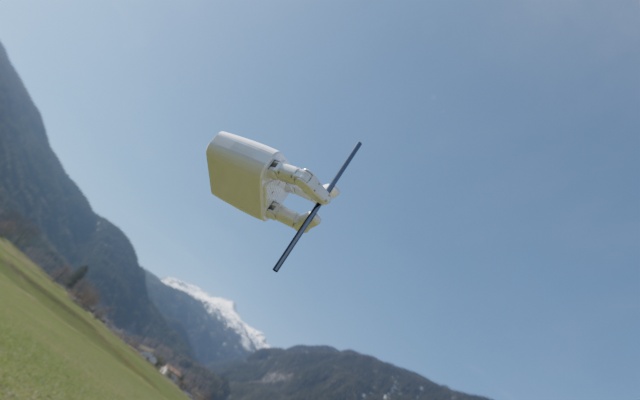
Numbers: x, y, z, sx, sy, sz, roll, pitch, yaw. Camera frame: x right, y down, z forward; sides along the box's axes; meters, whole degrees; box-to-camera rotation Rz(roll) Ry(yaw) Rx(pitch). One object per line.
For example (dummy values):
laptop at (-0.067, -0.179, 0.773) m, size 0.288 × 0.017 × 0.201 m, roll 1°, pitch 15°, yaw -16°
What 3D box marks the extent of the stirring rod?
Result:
stirring rod at (0.000, 0.002, 0.680) m, size 0.011 × 0.239 × 0.011 m, roll 26°, pitch -27°, yaw 15°
